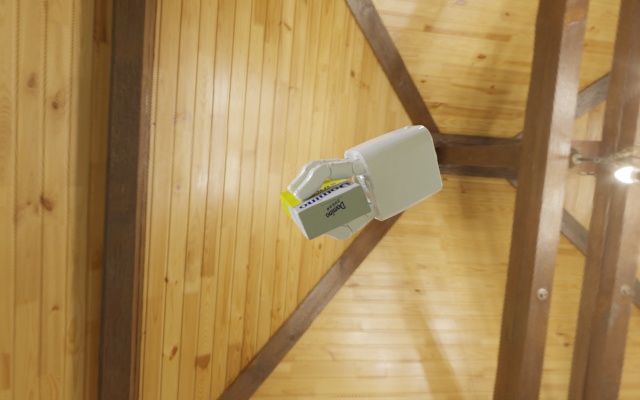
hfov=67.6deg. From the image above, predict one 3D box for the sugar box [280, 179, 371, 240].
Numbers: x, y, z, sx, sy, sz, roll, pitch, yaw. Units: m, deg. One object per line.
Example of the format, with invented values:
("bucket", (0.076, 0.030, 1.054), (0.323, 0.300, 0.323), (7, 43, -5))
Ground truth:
("sugar box", (0.000, 0.002, 0.687), (0.093, 0.048, 0.176), (-24, 10, -9))
